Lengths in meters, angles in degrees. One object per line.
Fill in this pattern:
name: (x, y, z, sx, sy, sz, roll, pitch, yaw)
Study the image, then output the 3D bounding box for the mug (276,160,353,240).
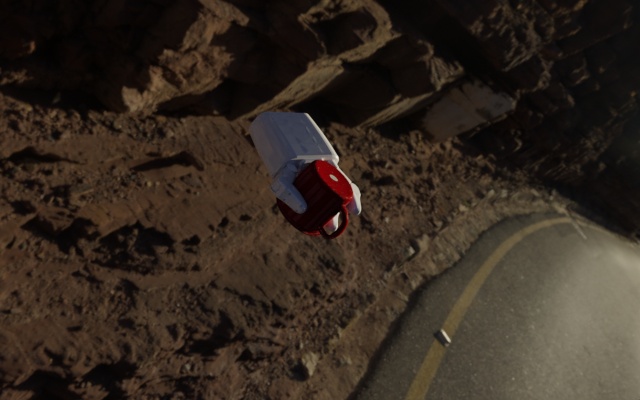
mug: (0.001, 0.003, 0.708, 0.081, 0.117, 0.093, -45, -30, 25)
